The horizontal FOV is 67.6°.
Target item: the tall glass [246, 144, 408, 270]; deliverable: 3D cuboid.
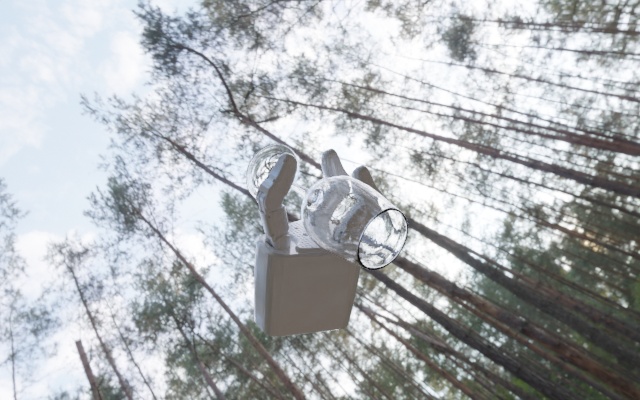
[{"bbox_3d":[0.000,0.001,0.505,0.079,0.079,0.201,0,20,-38],"label":"tall glass"}]
